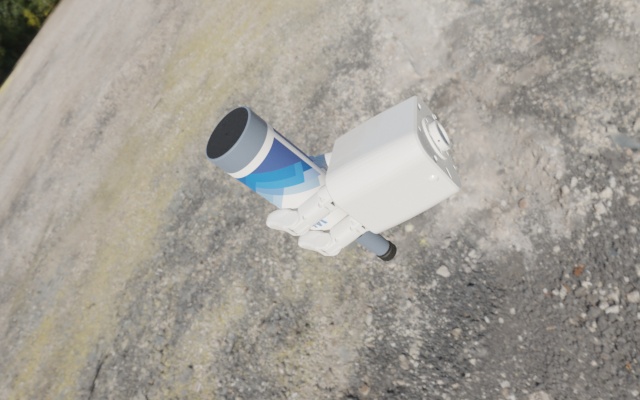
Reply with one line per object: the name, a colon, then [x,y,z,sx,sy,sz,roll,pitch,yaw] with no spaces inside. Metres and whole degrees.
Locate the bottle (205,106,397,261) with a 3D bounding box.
bottle: [0.000,0.002,0.567,0.069,0.069,0.296,0,-28,46]
